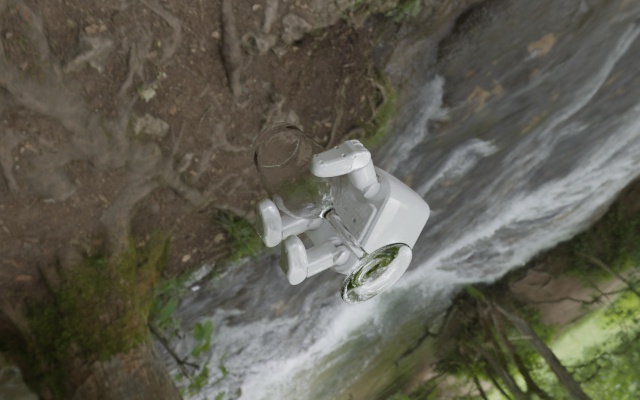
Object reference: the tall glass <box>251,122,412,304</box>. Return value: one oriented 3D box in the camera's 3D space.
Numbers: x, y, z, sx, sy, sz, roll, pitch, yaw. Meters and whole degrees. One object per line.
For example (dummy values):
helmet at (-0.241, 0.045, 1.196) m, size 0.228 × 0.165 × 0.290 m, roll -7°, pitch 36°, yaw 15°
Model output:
tall glass at (0.000, 0.002, 0.471) m, size 0.079 × 0.079 × 0.201 m, roll 0°, pitch 39°, yaw -41°
